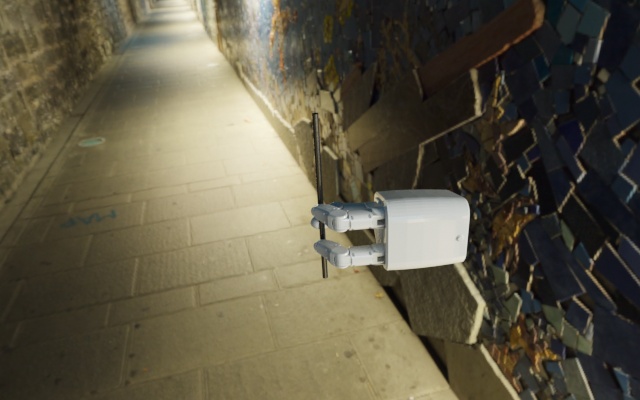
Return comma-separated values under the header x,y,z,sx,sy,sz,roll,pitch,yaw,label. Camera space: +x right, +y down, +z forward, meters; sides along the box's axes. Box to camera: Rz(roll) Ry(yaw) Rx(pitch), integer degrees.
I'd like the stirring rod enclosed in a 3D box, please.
x,y,z,sx,sy,sz,roll,pitch,yaw,label
0.000,0.002,0.634,0.011,0.240,0.011,-3,26,1,stirring rod
